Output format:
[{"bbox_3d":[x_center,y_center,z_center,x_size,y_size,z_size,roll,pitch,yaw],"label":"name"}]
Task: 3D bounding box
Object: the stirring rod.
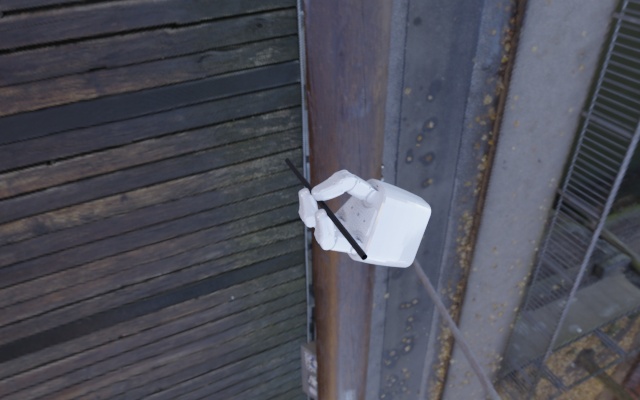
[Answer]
[{"bbox_3d":[0.000,0.002,0.632,0.011,0.011,0.239,0,31,-29],"label":"stirring rod"}]
